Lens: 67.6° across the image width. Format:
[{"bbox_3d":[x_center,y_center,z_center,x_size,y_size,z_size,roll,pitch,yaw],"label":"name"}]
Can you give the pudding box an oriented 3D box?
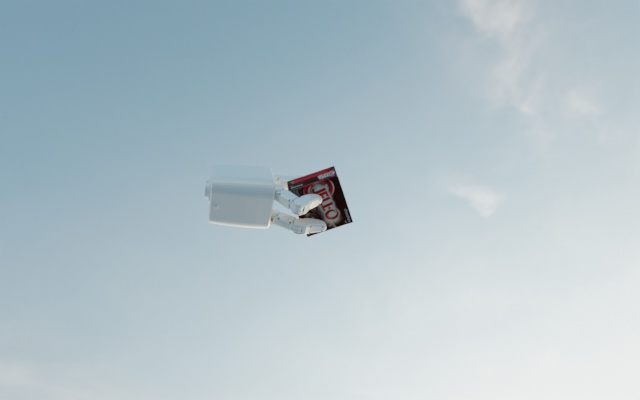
[{"bbox_3d":[0.000,0.003,0.854,0.090,0.114,0.039,-18,38,4],"label":"pudding box"}]
